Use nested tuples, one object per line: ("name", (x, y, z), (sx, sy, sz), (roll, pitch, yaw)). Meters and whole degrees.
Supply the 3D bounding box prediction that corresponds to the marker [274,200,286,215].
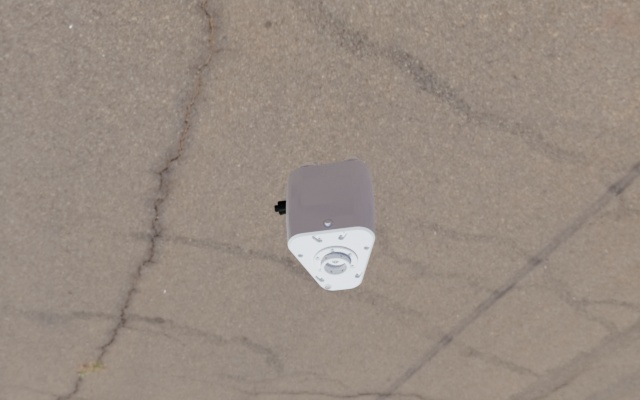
("marker", (0.000, 0.002, 0.613), (0.121, 0.020, 0.020), (-8, -1, 7))
